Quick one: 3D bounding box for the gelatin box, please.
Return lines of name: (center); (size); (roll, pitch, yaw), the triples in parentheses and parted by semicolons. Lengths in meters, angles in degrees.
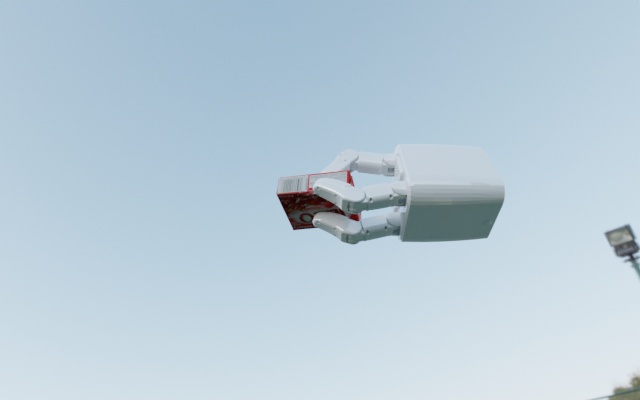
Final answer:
gelatin box: (0.000, 0.001, 0.573); (0.089, 0.030, 0.073); (-5, -39, 13)
